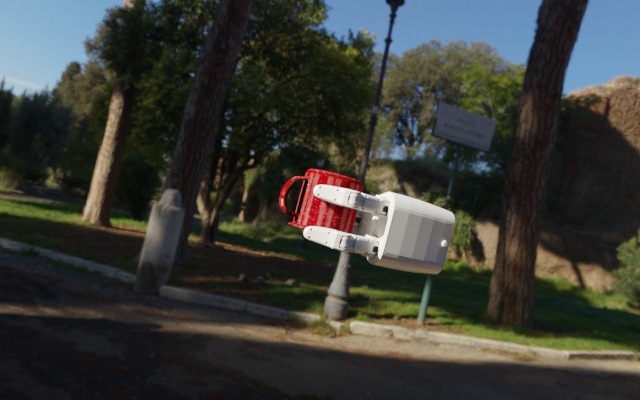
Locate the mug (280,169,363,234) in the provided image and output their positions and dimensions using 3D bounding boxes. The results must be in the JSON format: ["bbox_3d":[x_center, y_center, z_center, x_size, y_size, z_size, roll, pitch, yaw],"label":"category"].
[{"bbox_3d":[-0.001,0.002,0.655,0.117,0.081,0.093,15,-2,-23],"label":"mug"}]
